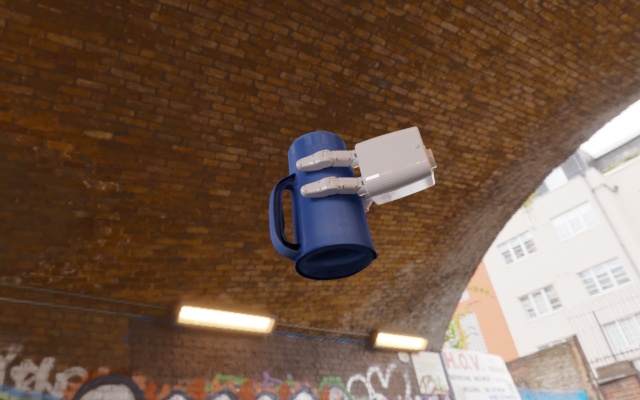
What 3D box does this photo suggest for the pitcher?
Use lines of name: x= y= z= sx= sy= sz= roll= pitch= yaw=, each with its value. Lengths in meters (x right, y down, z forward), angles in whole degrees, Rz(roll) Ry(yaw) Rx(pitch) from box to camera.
pitcher: x=0.000 y=0.003 z=0.813 sx=0.145 sy=0.242 sz=0.149 roll=-17 pitch=-32 yaw=12
